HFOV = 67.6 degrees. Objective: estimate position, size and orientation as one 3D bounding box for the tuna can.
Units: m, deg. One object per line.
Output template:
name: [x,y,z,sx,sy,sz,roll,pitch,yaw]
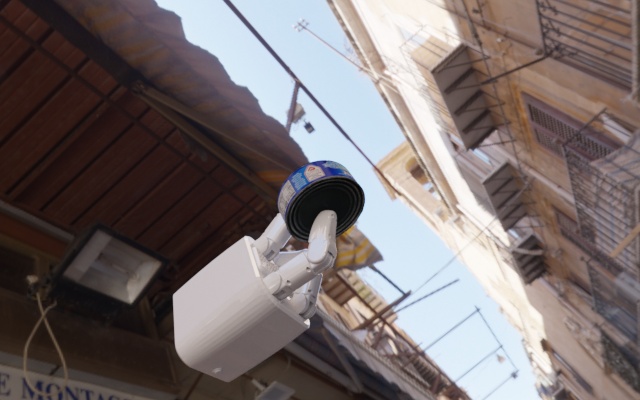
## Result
tuna can: [0.000,0.001,0.488,0.086,0.086,0.033,0,38,-28]
